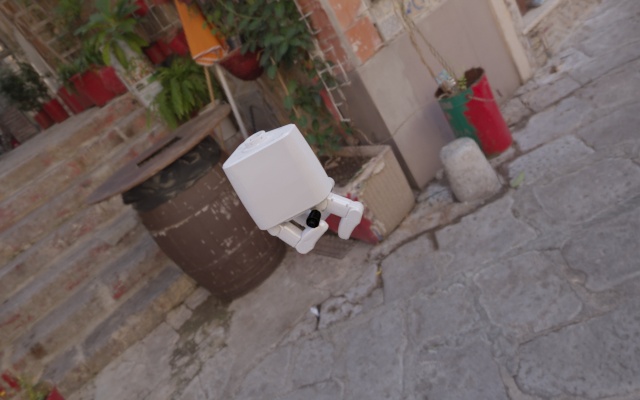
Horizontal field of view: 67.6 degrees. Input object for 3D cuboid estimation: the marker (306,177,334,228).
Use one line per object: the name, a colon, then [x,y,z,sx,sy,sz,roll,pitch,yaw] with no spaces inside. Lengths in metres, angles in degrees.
marker: [0.000,0.002,0.688,0.020,0.020,0.121,0,30,14]
